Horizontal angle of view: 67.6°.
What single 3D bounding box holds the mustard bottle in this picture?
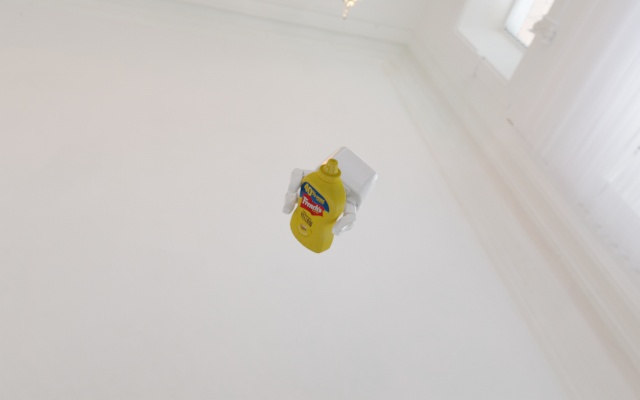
[{"bbox_3d":[0.000,0.003,0.886,0.058,0.192,0.096,-20,52,-38],"label":"mustard bottle"}]
